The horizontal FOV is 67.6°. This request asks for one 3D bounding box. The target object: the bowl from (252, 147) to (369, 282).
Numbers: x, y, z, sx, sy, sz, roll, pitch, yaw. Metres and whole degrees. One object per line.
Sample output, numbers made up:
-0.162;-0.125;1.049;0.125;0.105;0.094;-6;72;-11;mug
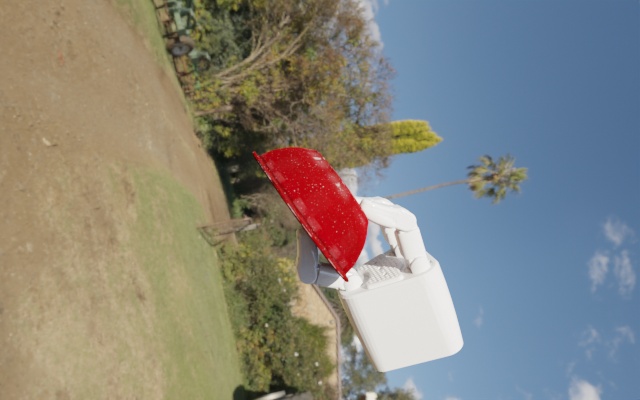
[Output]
0.000;0.000;0.483;0.055;0.162;0.162;-37;1;-1;bowl
